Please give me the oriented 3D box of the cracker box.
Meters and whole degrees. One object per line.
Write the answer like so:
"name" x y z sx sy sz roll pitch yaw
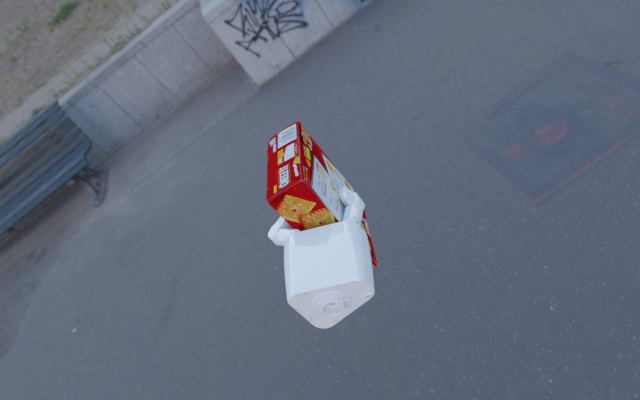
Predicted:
"cracker box" 0.000 0.002 0.767 0.072 0.164 0.214 -29 -53 17
